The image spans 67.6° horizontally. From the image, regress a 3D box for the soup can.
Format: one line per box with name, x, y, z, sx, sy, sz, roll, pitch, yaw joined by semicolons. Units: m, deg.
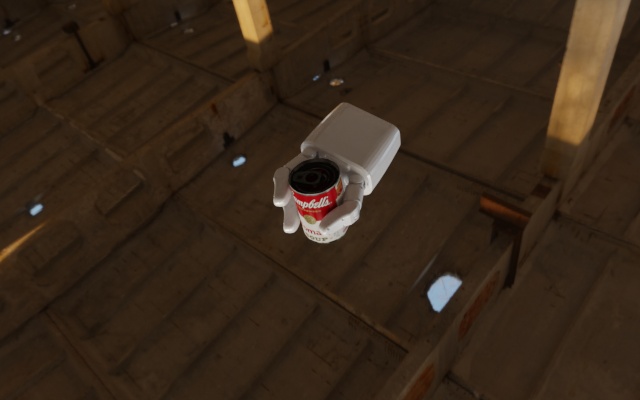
soup can;0.000;0.003;0.648;0.068;0.068;0.102;0;-43;13
